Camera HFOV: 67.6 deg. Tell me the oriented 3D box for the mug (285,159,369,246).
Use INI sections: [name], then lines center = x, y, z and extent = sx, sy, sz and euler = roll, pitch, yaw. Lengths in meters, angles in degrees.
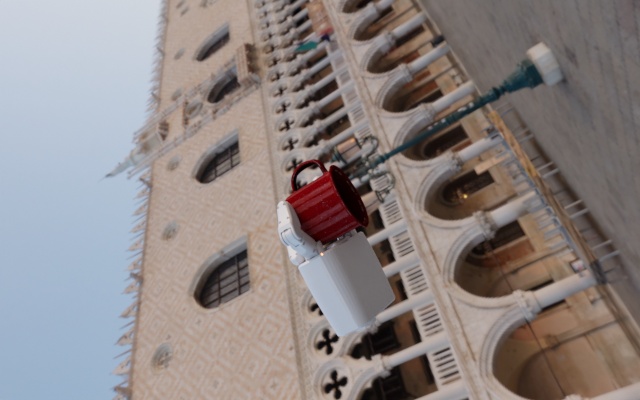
[mug]
center = -0.001, 0.001, 0.637
extent = 0.081, 0.117, 0.093
euler = -30, -7, 18
